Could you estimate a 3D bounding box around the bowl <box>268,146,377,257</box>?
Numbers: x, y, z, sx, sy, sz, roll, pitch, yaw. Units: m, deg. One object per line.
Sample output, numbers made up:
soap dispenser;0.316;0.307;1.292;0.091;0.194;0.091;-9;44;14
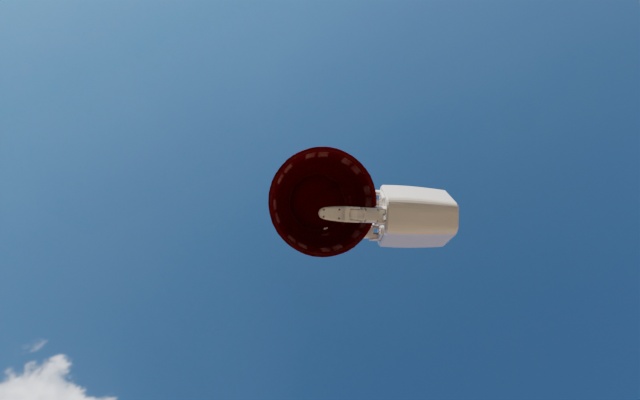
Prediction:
bowl;-0.001;0.002;0.719;0.162;0.162;0.055;0;-1;-11
